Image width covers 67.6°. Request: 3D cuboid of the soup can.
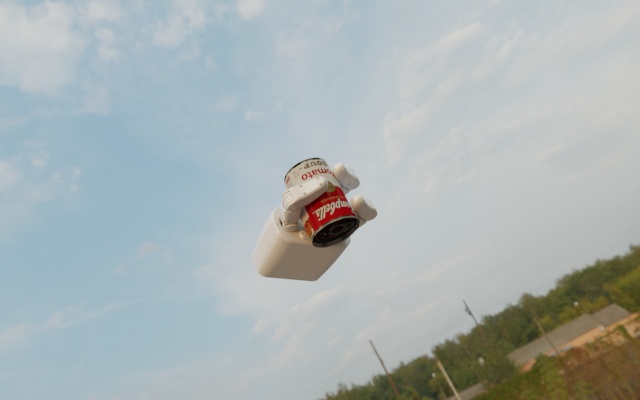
[{"bbox_3d":[0.000,0.002,0.636,0.068,0.102,0.068,-20,-29,-12],"label":"soup can"}]
